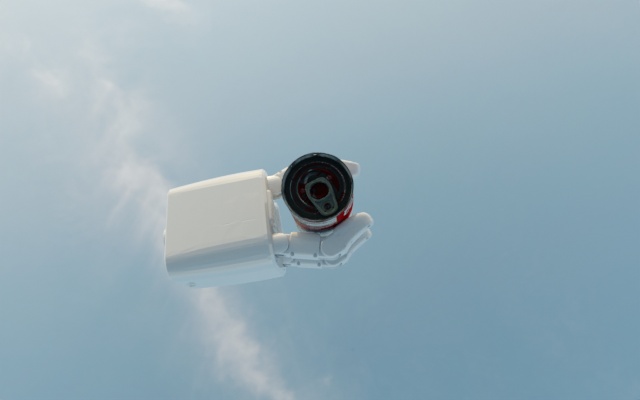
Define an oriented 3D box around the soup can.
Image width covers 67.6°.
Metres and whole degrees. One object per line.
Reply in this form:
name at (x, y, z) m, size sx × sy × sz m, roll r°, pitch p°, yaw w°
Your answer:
soup can at (0.001, 0.001, 0.489) m, size 0.068 × 0.068 × 0.102 m, roll 0°, pitch -17°, yaw 4°
